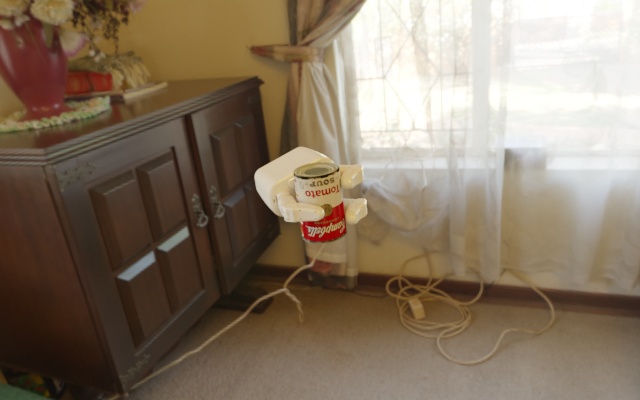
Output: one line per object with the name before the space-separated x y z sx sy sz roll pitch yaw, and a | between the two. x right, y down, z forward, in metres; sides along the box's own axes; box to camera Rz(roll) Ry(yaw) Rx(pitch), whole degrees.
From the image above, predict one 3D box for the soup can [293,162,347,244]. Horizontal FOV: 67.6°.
soup can | 0.000 0.002 0.689 0.068 0.102 0.068 -6 21 2
